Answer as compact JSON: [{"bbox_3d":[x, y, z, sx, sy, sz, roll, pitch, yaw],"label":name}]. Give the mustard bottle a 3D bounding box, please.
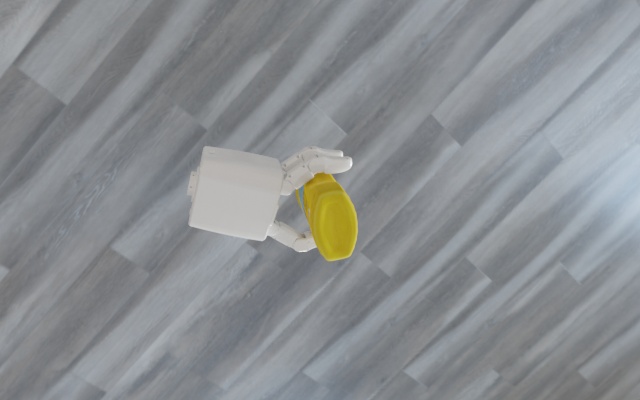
[{"bbox_3d":[0.000,0.002,0.670,0.058,0.096,0.191,-12,21,-8],"label":"mustard bottle"}]
